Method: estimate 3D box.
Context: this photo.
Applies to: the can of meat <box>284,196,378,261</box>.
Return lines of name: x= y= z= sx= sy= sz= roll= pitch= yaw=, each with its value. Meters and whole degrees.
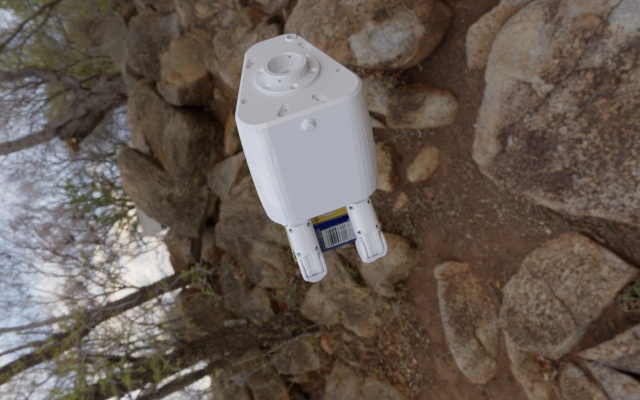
can of meat: x=0.000 y=0.002 z=0.468 sx=0.084 sy=0.102 sz=0.057 roll=-19 pitch=-39 yaw=-4
